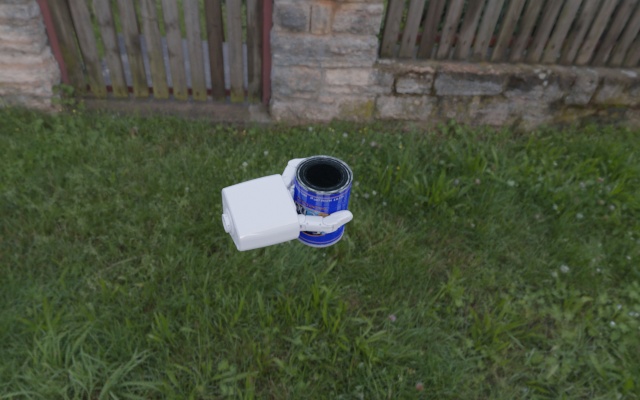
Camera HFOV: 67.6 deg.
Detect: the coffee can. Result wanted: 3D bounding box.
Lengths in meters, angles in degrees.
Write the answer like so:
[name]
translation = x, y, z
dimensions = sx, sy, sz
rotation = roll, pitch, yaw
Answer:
[coffee can]
translation = 0.000, 0.003, 0.881
dimensions = 0.103, 0.140, 0.102
rotation = 3, 44, -3
